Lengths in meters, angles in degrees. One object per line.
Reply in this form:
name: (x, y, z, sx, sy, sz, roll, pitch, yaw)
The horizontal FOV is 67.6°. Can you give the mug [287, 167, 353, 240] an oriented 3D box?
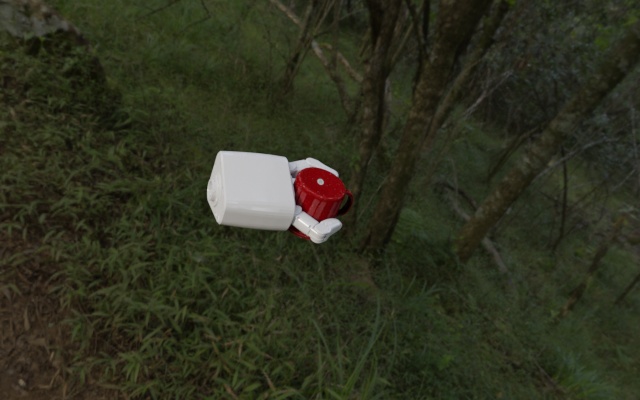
mug: (0.002, 0.002, 0.760, 0.117, 0.081, 0.093, 4, 40, -27)
